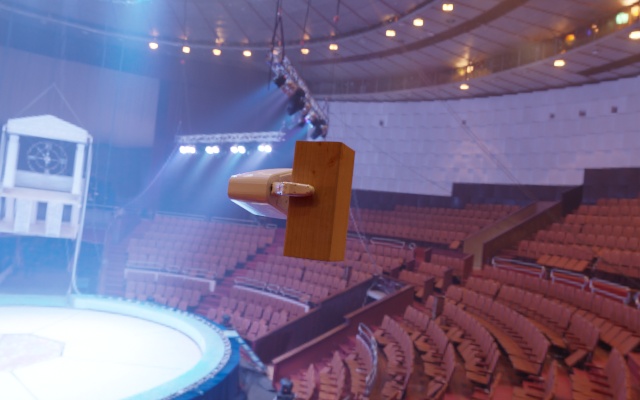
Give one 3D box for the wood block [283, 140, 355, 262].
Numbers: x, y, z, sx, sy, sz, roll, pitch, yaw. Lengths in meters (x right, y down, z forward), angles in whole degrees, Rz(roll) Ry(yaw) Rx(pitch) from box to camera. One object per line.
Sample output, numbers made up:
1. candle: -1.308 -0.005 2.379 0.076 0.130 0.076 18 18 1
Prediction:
1. wood block: 0.000 0.003 0.863 0.090 0.206 0.091 4 -4 21
